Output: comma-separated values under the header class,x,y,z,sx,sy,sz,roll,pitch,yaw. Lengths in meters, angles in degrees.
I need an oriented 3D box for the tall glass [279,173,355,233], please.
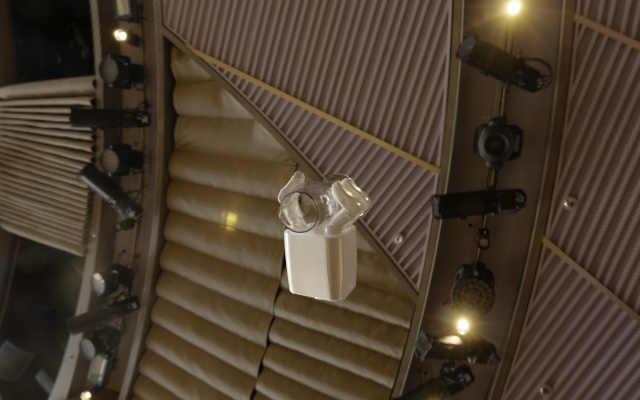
class,x,y,z,sx,sy,sz,roll,pitch,yaw
tall glass,0.000,0.002,0.779,0.079,0.079,0.201,0,8,19
